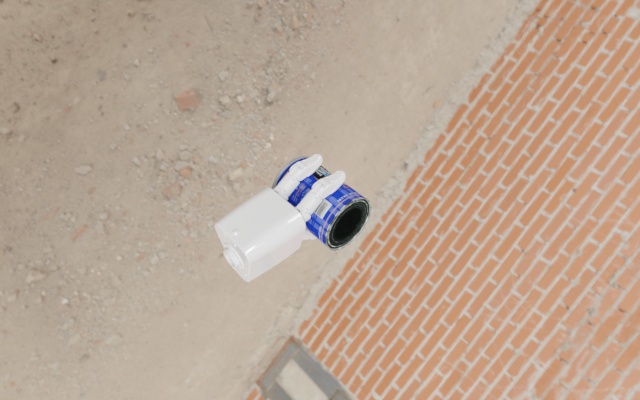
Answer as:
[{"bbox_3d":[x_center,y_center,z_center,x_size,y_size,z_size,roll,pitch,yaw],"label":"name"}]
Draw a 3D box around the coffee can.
[{"bbox_3d":[0.000,0.003,0.805,0.140,0.103,0.103,38,22,31],"label":"coffee can"}]
